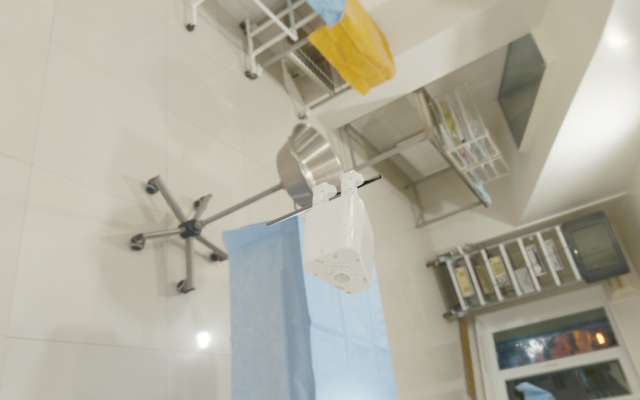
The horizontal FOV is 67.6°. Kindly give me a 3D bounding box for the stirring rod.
[{"bbox_3d":[0.000,0.003,0.849,0.239,0.011,0.011,-23,-10,25],"label":"stirring rod"}]
